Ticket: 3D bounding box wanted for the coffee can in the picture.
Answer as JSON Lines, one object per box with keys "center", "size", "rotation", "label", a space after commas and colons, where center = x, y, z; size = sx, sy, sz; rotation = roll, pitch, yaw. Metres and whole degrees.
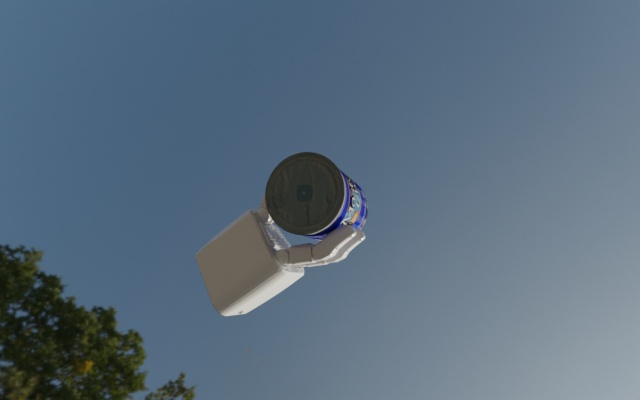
{"center": [0.000, 0.002, 0.643], "size": [0.103, 0.103, 0.140], "rotation": [0, -9, 17], "label": "coffee can"}
